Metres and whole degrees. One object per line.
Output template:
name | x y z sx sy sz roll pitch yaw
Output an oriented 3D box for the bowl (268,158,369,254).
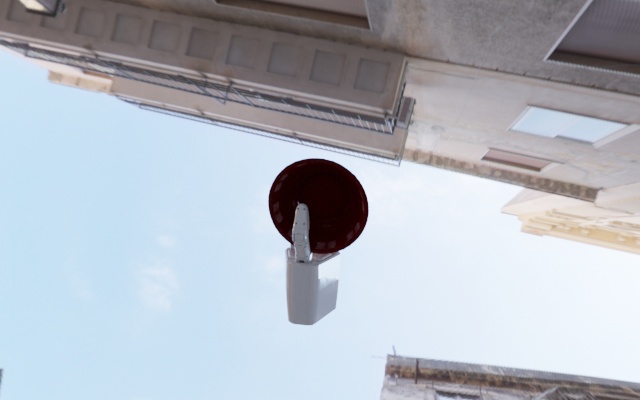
bowl | 0.001 0.001 0.770 0.162 0.162 0.055 0 21 12
